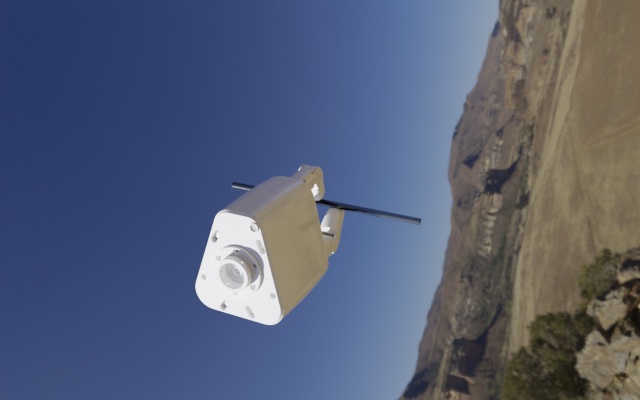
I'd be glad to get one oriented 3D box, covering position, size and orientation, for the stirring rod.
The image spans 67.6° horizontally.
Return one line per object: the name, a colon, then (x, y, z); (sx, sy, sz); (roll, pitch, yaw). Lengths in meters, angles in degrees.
stirring rod: (0.000, 0.002, 0.573); (0.239, 0.011, 0.011); (11, 4, 19)
